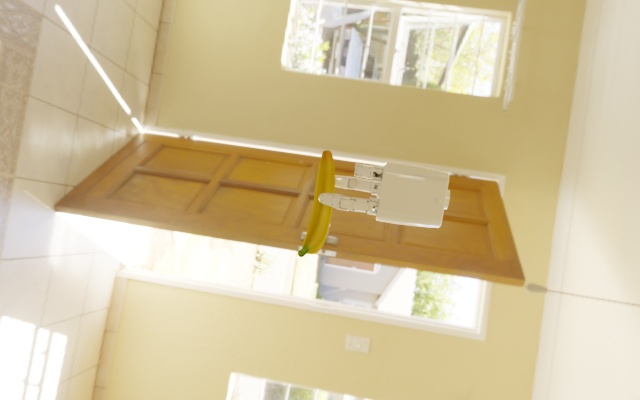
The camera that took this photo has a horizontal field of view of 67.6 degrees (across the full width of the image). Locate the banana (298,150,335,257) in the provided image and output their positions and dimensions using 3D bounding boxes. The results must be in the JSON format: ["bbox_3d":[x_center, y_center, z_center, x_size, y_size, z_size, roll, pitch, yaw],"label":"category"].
[{"bbox_3d":[0.001,0.012,0.838,0.037,0.197,0.070,9,-18,8],"label":"banana"}]
